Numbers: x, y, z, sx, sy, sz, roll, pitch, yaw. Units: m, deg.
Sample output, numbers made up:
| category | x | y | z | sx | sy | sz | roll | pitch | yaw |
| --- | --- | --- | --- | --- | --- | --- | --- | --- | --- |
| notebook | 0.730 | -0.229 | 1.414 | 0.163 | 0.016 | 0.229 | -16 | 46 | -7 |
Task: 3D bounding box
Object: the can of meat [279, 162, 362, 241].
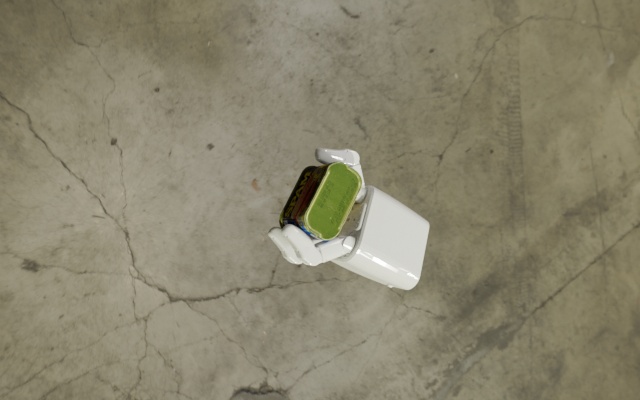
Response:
| category | x | y | z | sx | sy | sz | roll | pitch | yaw |
| --- | --- | --- | --- | --- | --- | --- | --- | --- | --- |
| can of meat | 0.000 | 0.002 | 0.612 | 0.057 | 0.102 | 0.084 | 31 | -14 | -20 |
